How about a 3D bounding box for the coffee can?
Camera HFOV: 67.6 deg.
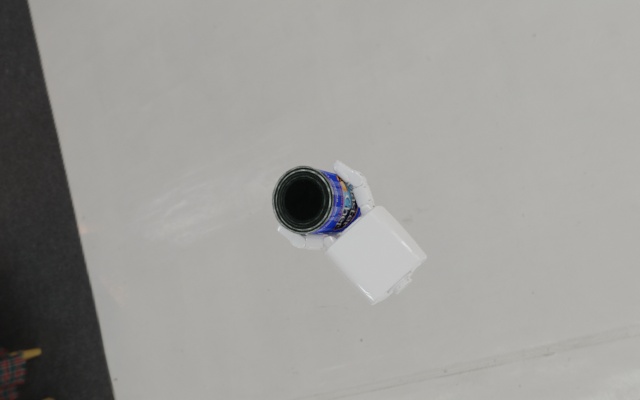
[{"bbox_3d":[0.000,0.002,0.768,0.103,0.103,0.140,0,-3,24],"label":"coffee can"}]
